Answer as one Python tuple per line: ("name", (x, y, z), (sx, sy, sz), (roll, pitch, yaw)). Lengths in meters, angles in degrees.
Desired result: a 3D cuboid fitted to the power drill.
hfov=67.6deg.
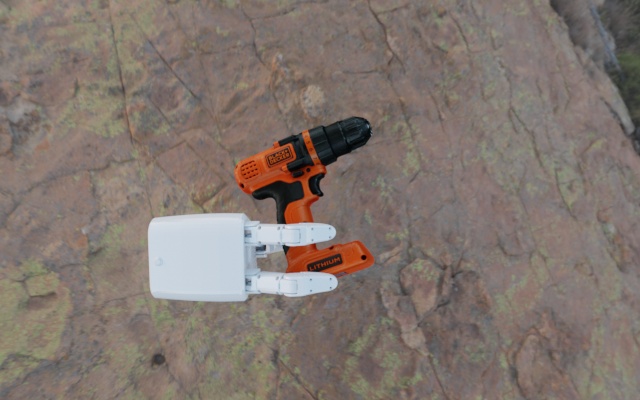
("power drill", (0.000, 0.002, 0.589), (0.184, 0.187, 0.057), (-22, -17, 9))
